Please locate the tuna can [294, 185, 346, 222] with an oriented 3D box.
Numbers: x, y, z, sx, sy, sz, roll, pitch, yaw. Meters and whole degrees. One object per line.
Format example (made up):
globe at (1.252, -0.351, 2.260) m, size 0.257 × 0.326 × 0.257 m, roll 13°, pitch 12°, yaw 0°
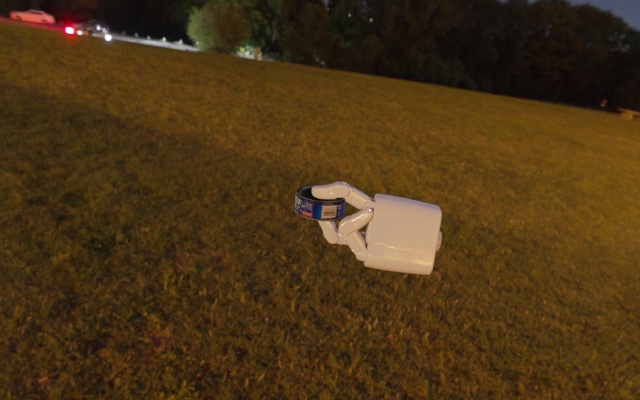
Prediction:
tuna can at (0.000, 0.002, 0.793) m, size 0.086 × 0.034 × 0.086 m, roll 5°, pitch 21°, yaw -2°
